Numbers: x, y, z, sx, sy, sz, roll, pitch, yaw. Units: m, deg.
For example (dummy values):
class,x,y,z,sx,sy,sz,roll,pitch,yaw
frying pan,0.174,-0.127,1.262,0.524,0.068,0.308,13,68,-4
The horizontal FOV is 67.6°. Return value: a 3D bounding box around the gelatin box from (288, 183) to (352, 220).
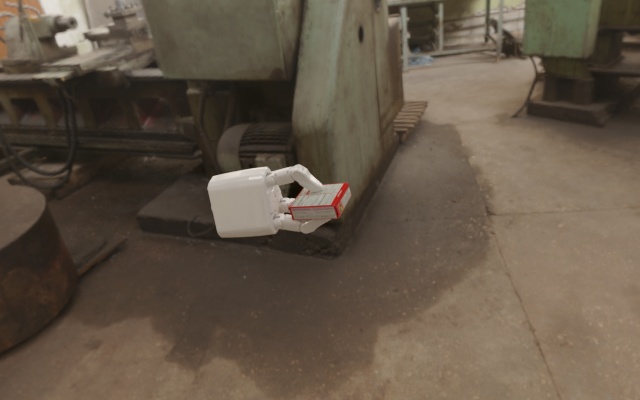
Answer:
class,x,y,z,sx,sy,sz,roll,pitch,yaw
gelatin box,0.000,0.002,0.818,0.089,0.030,0.073,-4,30,26
